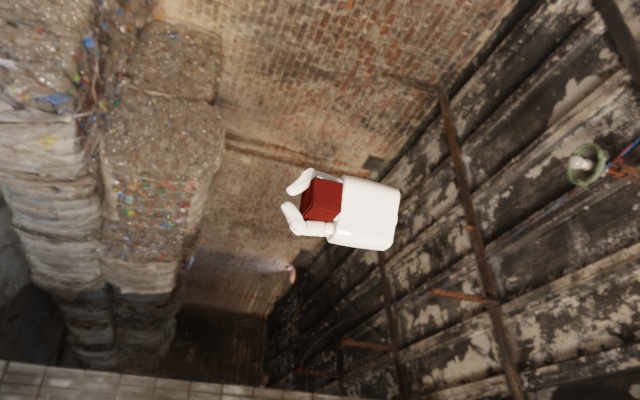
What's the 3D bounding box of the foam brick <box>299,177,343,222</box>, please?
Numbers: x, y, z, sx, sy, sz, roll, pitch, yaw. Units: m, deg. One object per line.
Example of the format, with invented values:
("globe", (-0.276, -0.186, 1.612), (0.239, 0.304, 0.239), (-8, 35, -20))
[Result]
("foam brick", (0.000, 0.003, 0.790), (0.051, 0.053, 0.078), (12, -23, -14))
